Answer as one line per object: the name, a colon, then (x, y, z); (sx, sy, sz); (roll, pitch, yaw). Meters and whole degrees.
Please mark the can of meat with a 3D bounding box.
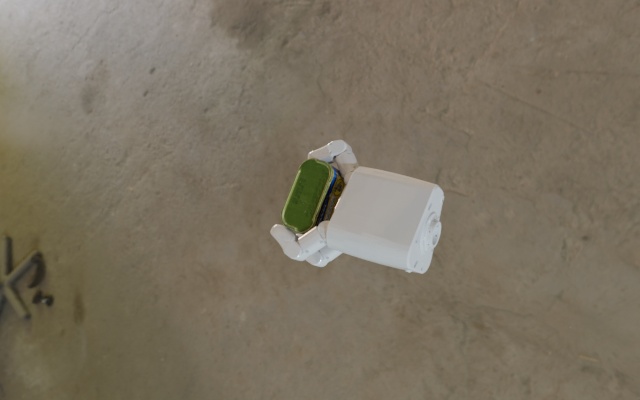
can of meat: (0.000, 0.002, 0.636); (0.057, 0.102, 0.084); (18, -4, 30)
